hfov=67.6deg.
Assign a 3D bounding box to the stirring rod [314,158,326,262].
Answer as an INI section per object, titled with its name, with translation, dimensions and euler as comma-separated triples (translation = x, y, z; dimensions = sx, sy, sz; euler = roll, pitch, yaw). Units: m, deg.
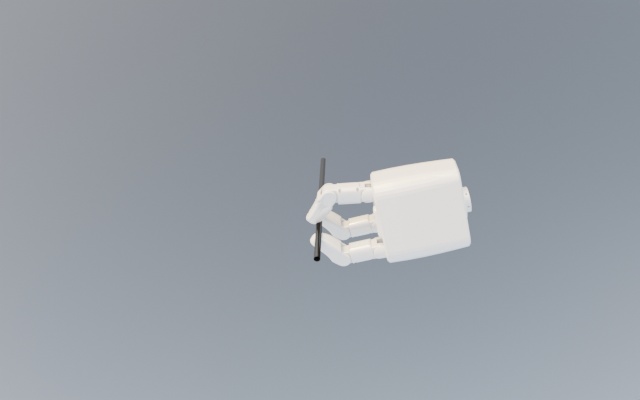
[stirring rod]
translation = 0.000, 0.002, 0.664
dimensions = 0.011, 0.011, 0.239
euler = 0, 34, 2
